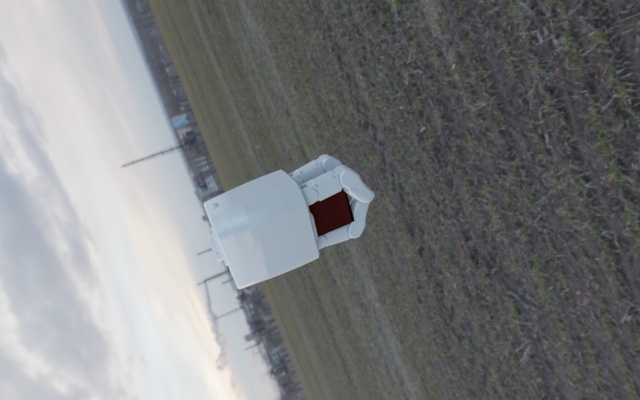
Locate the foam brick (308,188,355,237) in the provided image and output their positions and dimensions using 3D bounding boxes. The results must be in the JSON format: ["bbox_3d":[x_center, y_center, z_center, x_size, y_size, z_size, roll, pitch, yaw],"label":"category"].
[{"bbox_3d":[0.000,0.002,0.603,0.051,0.053,0.078,-23,22,-12],"label":"foam brick"}]
